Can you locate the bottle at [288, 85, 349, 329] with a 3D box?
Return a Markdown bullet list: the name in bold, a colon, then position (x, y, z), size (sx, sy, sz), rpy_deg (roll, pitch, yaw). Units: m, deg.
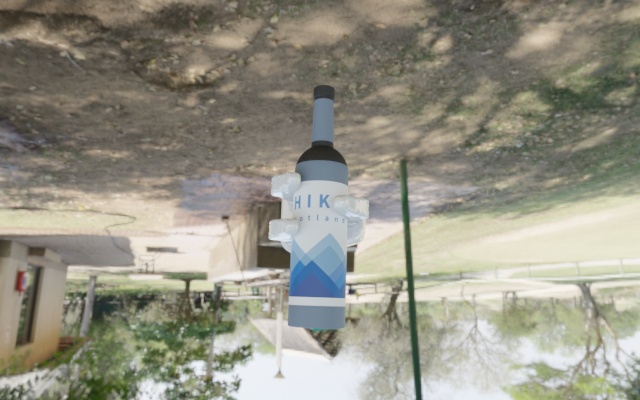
- **bottle**: position (0.000, 0.002, 0.581), size (0.069, 0.295, 0.069), rpy_deg (2, -11, 0)
